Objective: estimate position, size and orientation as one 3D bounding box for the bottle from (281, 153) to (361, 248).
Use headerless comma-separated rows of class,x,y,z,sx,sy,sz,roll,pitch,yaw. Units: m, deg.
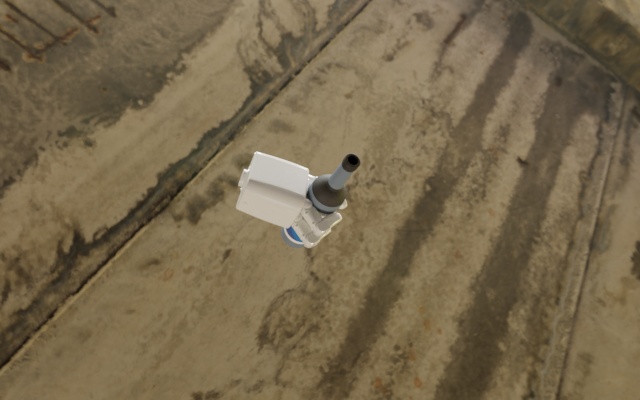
bottle,0.000,0.003,0.883,0.069,0.069,0.296,0,-27,-23
